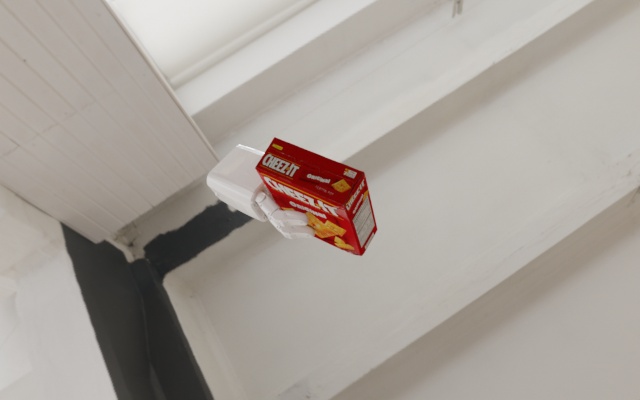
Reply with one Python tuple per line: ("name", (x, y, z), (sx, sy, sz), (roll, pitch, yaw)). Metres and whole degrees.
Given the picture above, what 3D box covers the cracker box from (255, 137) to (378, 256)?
("cracker box", (0.000, 0.003, 0.803), (0.164, 0.072, 0.214), (23, -19, 22))
